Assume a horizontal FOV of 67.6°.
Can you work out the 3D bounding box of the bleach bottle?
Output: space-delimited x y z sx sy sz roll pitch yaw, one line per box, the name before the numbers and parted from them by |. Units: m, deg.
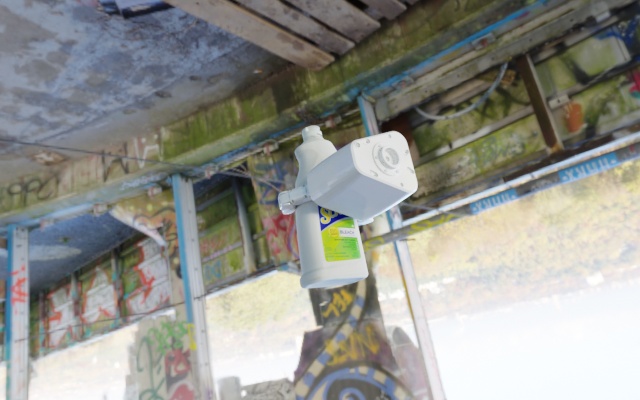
bleach bottle | 0.000 0.002 0.730 0.102 0.250 0.068 1 -22 -34
